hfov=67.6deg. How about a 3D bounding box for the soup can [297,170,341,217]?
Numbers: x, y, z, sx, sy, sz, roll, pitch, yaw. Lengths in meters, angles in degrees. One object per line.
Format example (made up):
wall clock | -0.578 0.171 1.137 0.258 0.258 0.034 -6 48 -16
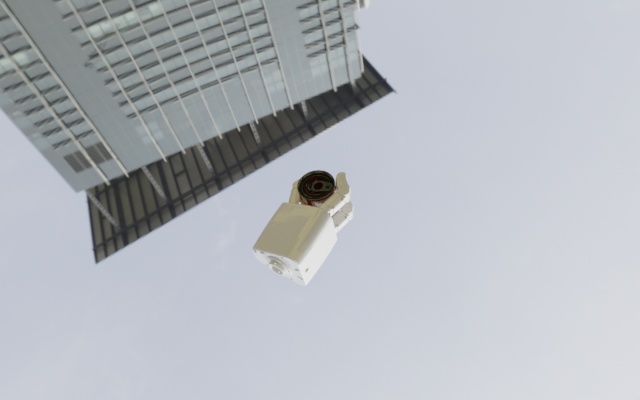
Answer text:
soup can | 0.000 0.003 0.878 0.068 0.068 0.102 0 -38 12
